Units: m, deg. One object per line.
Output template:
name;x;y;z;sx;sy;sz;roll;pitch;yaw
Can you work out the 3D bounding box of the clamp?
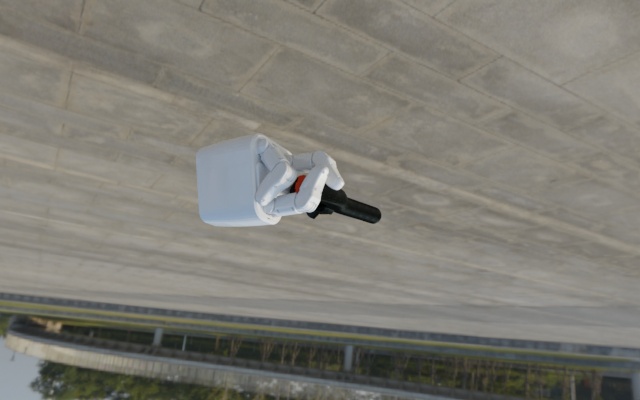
clamp;0.000;0.003;0.676;0.120;0.039;0.171;-6;-20;32
